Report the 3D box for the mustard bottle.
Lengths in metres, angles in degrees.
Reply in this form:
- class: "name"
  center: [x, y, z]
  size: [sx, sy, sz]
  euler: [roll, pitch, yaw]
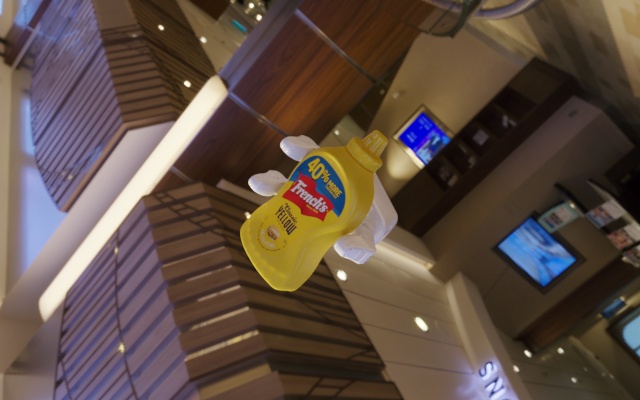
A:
- class: "mustard bottle"
  center: [0.000, 0.002, 0.508]
  size: [0.058, 0.192, 0.096]
  euler: [20, 28, -52]
